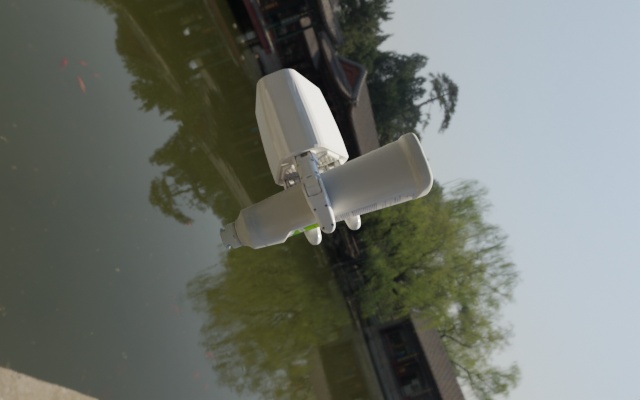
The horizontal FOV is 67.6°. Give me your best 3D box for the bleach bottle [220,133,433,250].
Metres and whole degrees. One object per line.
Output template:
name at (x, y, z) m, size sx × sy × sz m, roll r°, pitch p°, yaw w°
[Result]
bleach bottle at (0.000, 0.002, 0.564) m, size 0.251 × 0.068 × 0.102 m, roll -20°, pitch -12°, yaw 3°
